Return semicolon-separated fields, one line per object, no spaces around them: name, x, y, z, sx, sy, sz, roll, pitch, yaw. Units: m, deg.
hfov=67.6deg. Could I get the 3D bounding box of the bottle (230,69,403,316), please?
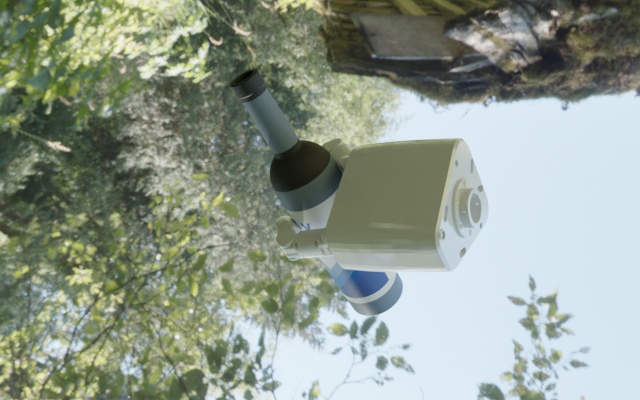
bottle;0.000;0.002;0.485;0.069;0.296;0.069;-22;32;15
